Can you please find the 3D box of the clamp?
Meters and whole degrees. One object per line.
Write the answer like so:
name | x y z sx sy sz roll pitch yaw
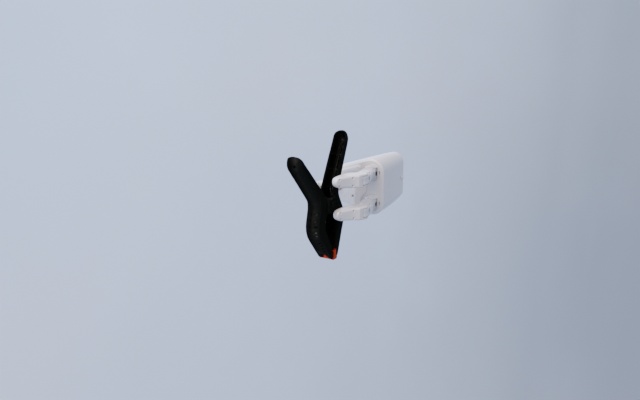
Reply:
clamp | 0.000 0.003 0.761 0.036 0.210 0.164 9 19 29
